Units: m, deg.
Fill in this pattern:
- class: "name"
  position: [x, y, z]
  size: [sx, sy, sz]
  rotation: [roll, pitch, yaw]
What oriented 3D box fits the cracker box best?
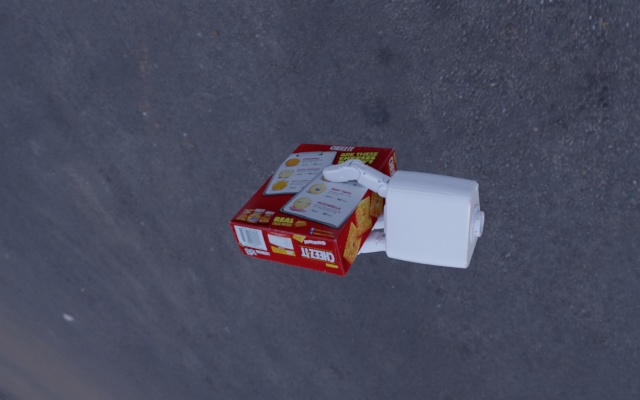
- class: "cracker box"
  position: [0.000, 0.002, 0.688]
  size: [0.164, 0.072, 0.213]
  rotation: [7, 39, 27]
